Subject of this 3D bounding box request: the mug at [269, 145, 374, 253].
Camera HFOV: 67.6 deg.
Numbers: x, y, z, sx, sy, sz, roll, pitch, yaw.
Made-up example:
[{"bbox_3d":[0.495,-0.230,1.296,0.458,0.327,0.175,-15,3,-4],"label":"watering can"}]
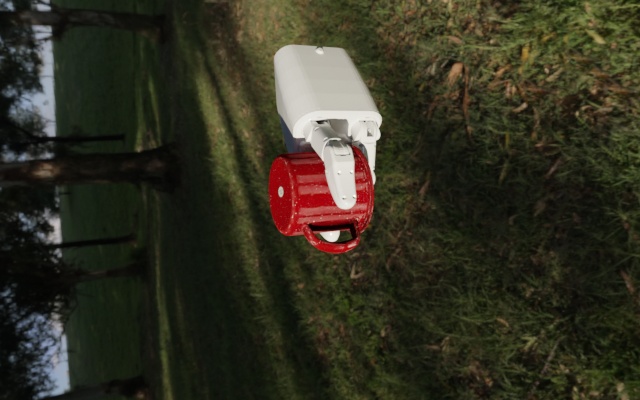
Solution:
[{"bbox_3d":[0.000,0.003,0.477,0.081,0.117,0.093,-5,-33,-23],"label":"mug"}]
